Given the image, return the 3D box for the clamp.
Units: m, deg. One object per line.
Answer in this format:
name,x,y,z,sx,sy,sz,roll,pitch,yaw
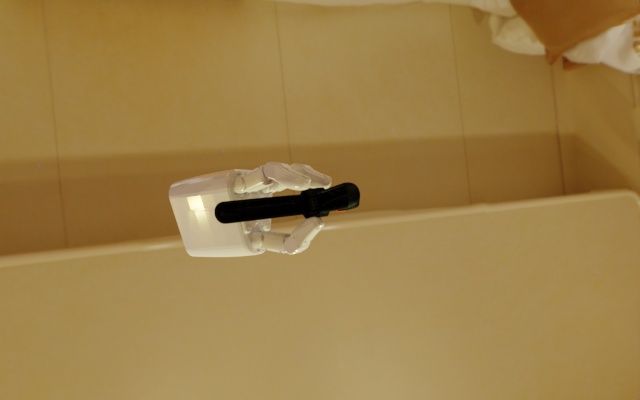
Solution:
clamp,0.000,0.003,0.575,0.164,0.036,0.210,-7,-2,28
